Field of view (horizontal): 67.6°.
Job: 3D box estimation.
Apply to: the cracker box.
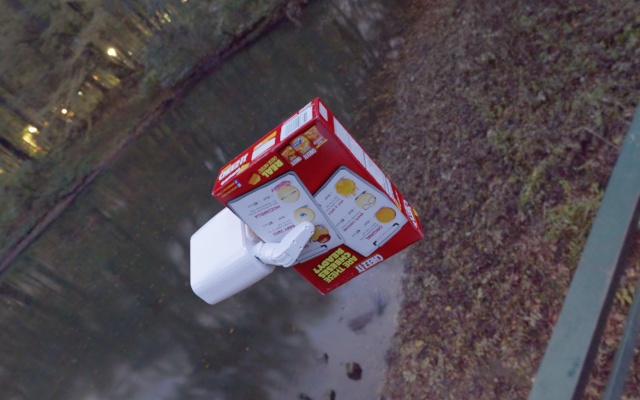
[{"bbox_3d":[0.000,0.002,0.602,0.164,0.214,0.072,-34,28,21],"label":"cracker box"}]
